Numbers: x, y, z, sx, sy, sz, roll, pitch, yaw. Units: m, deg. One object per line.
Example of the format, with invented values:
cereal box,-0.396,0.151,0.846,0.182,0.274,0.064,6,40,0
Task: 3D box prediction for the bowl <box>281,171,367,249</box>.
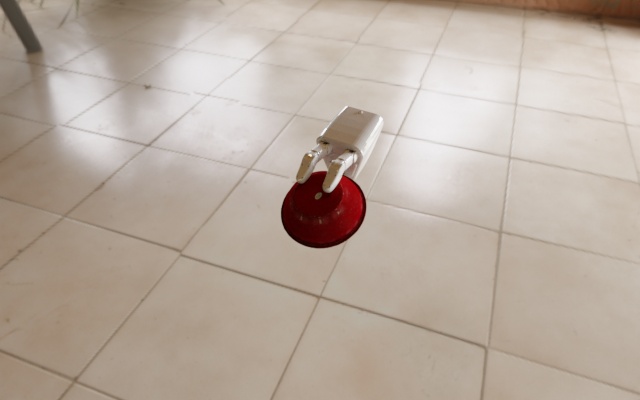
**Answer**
bowl,0.000,0.004,0.860,0.162,0.162,0.055,0,-29,12
